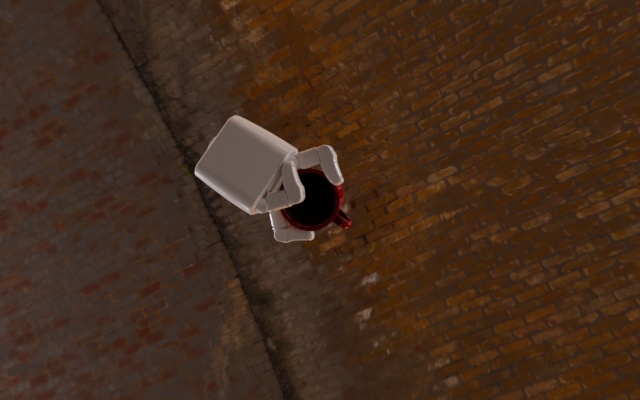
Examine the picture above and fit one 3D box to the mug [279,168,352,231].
[{"bbox_3d":[0.001,0.003,0.735,0.117,0.093,0.081,35,11,6],"label":"mug"}]
